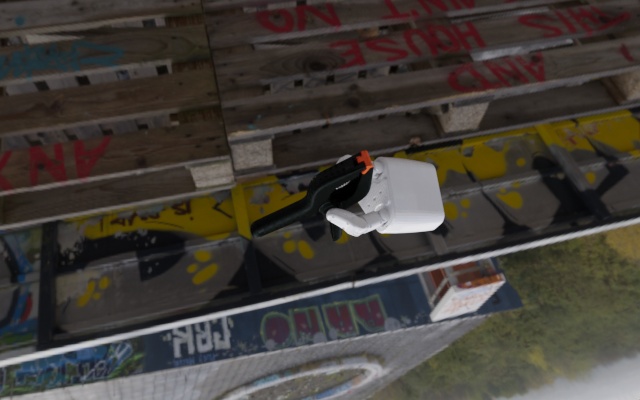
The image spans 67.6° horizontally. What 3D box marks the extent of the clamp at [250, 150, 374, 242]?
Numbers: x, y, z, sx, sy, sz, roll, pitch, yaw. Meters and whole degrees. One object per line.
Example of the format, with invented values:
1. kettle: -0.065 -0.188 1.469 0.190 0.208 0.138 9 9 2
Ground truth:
1. clamp: 0.001 0.003 0.694 0.164 0.036 0.210 0 -34 -30
